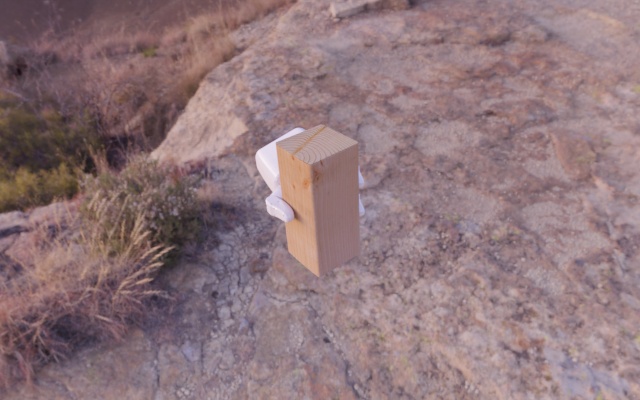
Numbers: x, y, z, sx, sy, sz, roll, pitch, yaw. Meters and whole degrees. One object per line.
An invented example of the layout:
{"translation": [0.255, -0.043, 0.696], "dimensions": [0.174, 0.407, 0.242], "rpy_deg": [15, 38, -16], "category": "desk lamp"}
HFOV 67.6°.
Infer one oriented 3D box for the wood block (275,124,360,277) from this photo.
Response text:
{"translation": [0.000, 0.002, 0.740], "dimensions": [0.091, 0.206, 0.090], "rpy_deg": [-26, 40, -28], "category": "wood block"}
